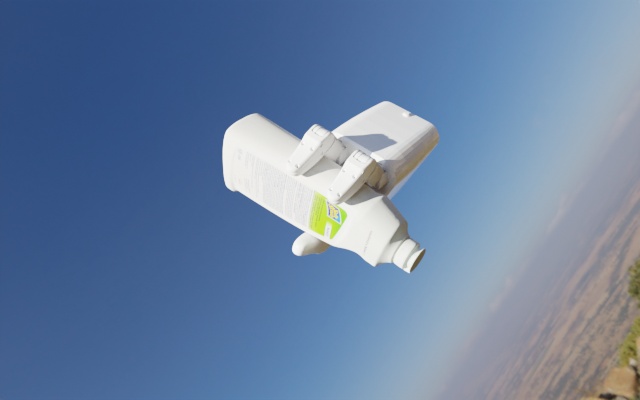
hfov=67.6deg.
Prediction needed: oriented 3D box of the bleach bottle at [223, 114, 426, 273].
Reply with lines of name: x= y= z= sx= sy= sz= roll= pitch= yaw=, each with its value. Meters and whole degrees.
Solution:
bleach bottle: x=0.000 y=0.002 z=0.527 sx=0.250 sy=0.103 sz=0.068 roll=34 pitch=51 yaw=24
